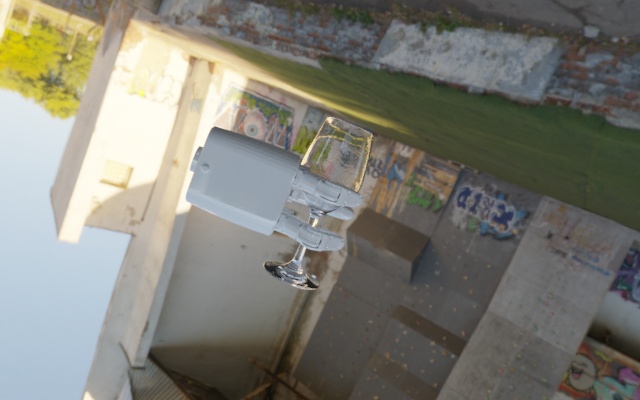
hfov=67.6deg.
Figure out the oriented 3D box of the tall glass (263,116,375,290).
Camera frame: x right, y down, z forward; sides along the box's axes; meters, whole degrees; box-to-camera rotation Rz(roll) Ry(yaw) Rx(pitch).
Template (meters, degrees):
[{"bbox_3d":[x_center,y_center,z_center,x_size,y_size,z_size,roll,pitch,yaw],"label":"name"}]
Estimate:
[{"bbox_3d":[0.000,0.003,0.582,0.079,0.201,0.079,22,6,-3],"label":"tall glass"}]
